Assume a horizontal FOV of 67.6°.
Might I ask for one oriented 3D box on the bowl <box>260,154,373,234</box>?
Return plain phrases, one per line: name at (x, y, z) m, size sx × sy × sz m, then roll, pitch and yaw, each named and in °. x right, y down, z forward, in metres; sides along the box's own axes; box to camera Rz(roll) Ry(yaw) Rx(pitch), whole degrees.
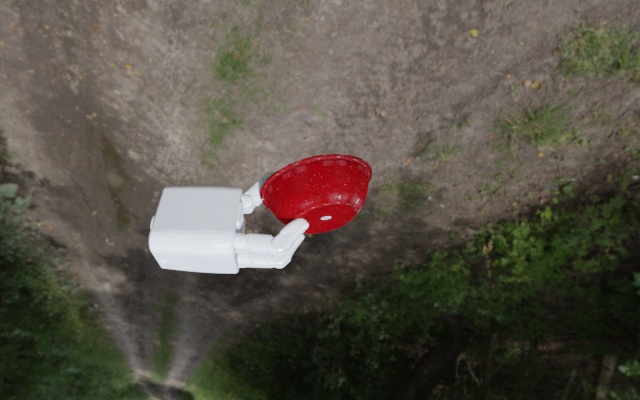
bowl at (0.001, 0.002, 0.659) m, size 0.162 × 0.055 × 0.162 m, roll -12°, pitch -26°, yaw -6°
